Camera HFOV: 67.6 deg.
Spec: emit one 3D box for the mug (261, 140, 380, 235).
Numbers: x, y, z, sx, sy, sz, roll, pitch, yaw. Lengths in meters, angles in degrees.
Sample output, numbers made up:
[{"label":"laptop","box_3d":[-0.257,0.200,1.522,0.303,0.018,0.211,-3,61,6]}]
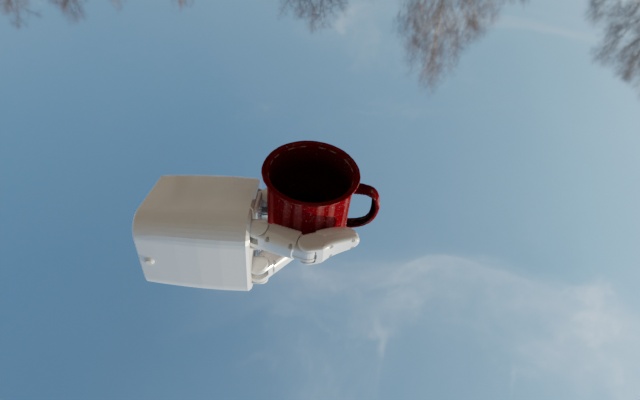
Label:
[{"label":"mug","box_3d":[0.002,0.002,0.476,0.117,0.093,0.082,5,-45,-2]}]
